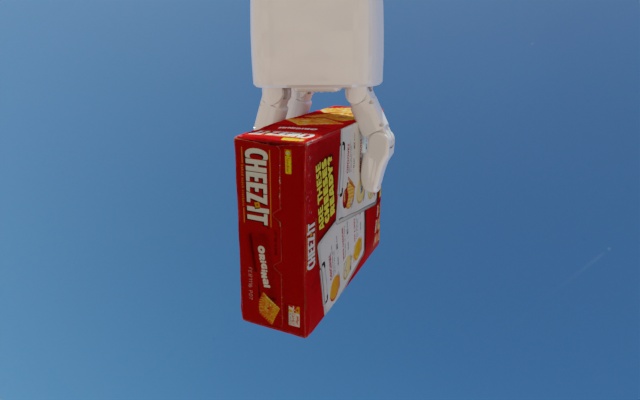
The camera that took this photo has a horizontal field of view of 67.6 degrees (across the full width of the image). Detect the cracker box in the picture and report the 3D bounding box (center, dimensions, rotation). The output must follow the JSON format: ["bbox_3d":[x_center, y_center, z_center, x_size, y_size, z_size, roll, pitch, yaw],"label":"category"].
[{"bbox_3d":[0.000,0.001,0.465,0.072,0.164,0.213,8,19,22],"label":"cracker box"}]
